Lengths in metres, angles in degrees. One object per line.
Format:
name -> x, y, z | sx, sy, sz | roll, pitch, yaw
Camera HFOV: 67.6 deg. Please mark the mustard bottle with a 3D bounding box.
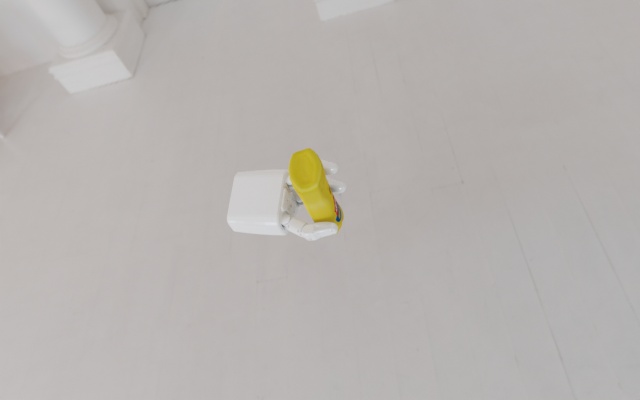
mustard bottle -> 0.000, 0.003, 0.847 | 0.058, 0.096, 0.192 | -19, -40, 5
